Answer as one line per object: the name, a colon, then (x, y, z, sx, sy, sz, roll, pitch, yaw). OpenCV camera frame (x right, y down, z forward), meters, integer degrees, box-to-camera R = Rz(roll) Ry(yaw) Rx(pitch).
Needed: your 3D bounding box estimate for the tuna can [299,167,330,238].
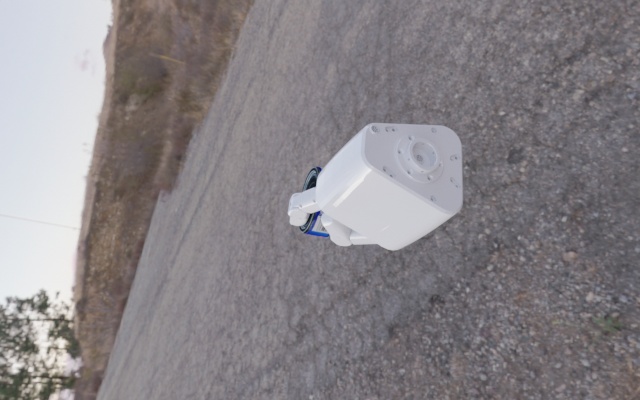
tuna can: (0.000, 0.002, 0.589, 0.034, 0.086, 0.086, 11, -3, -15)
